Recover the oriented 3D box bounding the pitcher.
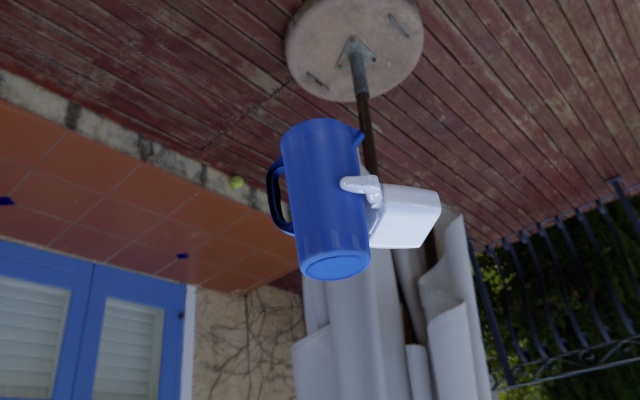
[{"bbox_3d":[0.000,0.003,0.771,0.145,0.242,0.149,4,-33,-19],"label":"pitcher"}]
